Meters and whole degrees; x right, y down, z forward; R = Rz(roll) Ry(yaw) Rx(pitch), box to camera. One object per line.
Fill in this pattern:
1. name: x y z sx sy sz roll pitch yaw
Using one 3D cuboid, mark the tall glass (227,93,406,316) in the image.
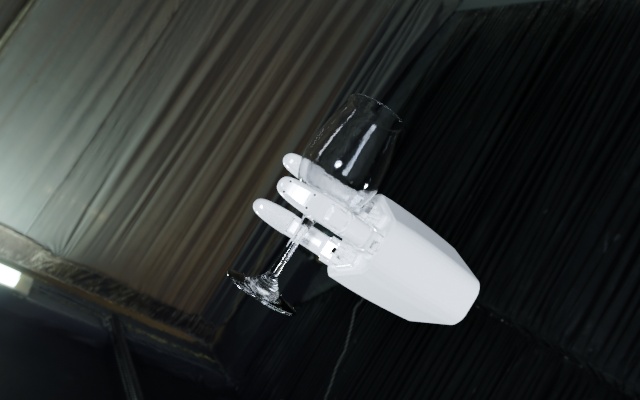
1. tall glass: 0.000 0.002 0.441 0.079 0.201 0.079 32 -3 2
